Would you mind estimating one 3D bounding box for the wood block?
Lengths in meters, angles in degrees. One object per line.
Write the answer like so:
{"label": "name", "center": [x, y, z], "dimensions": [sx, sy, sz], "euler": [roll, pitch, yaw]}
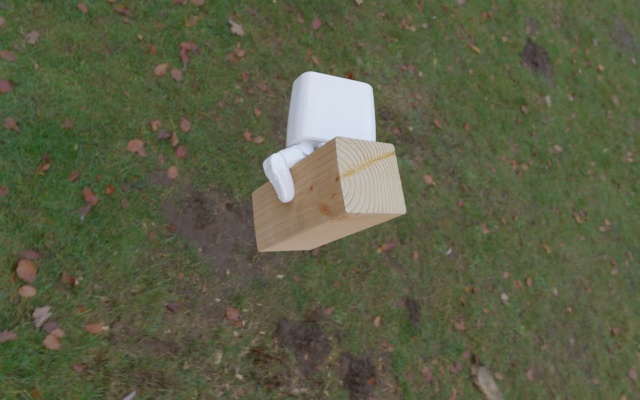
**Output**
{"label": "wood block", "center": [0.000, 0.002, 0.616], "dimensions": [0.091, 0.090, 0.206], "euler": [3, -18, -34]}
